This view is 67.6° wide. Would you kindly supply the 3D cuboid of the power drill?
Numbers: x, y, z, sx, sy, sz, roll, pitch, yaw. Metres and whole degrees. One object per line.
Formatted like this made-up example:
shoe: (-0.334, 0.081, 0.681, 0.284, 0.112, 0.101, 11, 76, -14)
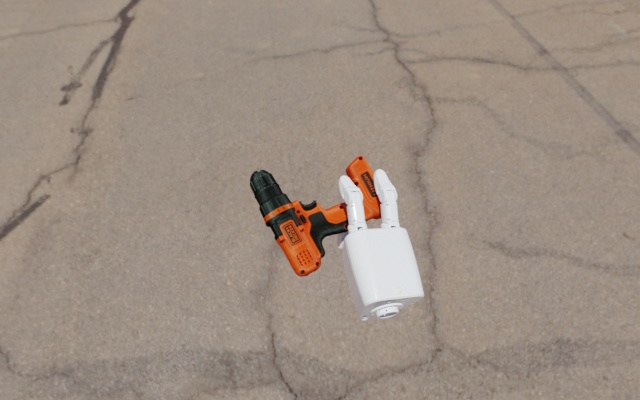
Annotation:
power drill: (0.001, 0.003, 0.763, 0.187, 0.184, 0.057, -28, -7, -9)
